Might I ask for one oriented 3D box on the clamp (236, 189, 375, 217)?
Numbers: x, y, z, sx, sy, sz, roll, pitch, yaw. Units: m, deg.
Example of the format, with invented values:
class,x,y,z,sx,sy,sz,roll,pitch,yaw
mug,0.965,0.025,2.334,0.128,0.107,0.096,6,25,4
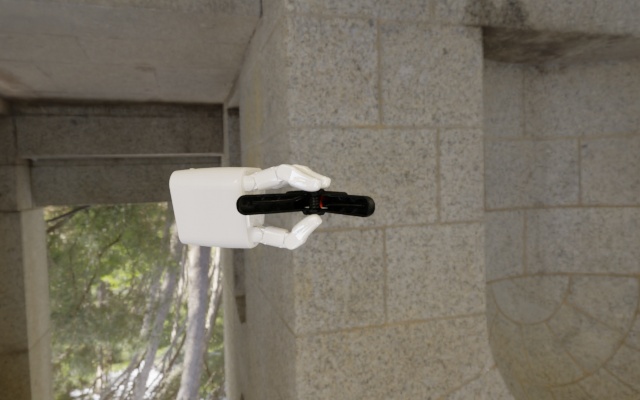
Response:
class,x,y,z,sx,sy,sz,roll,pitch,yaw
clamp,0.000,0.003,0.645,0.164,0.036,0.210,2,3,13
